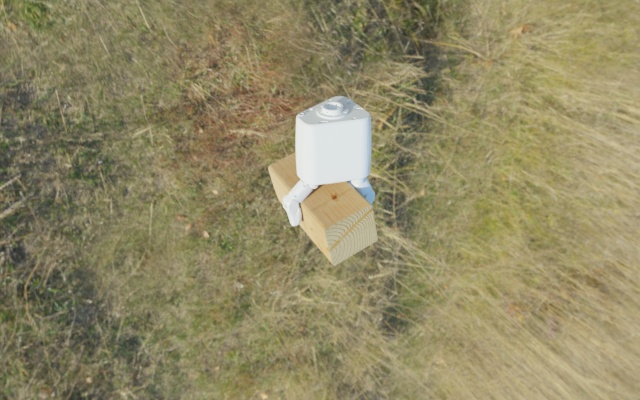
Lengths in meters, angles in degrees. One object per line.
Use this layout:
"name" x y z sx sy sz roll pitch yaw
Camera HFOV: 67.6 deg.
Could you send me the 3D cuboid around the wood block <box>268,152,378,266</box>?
"wood block" 0.000 0.003 0.832 0.091 0.090 0.206 -28 44 -15
